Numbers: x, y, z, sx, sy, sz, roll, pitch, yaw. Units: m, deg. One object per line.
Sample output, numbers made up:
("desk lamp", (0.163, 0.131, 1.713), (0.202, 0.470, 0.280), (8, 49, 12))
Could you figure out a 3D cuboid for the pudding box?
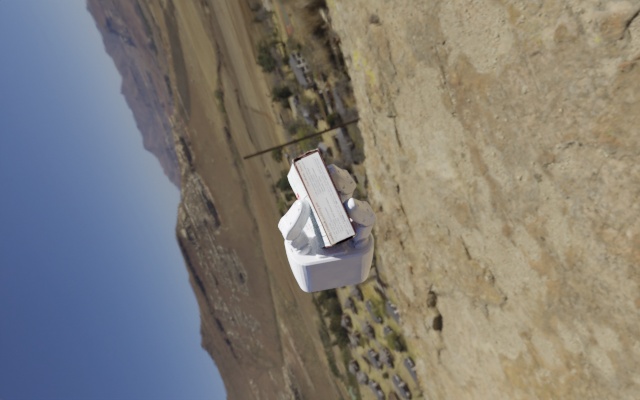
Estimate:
("pudding box", (0.000, 0.002, 0.586), (0.039, 0.113, 0.090), (-26, -3, -10))
